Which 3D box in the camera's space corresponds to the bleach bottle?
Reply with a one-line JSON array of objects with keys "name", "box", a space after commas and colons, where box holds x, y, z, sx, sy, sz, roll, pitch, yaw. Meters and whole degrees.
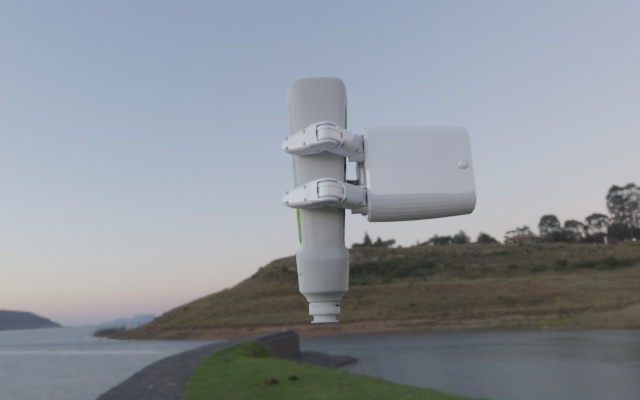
[{"name": "bleach bottle", "box": [0.000, 0.002, 0.513, 0.068, 0.250, 0.102, -2, -13, -1]}]
